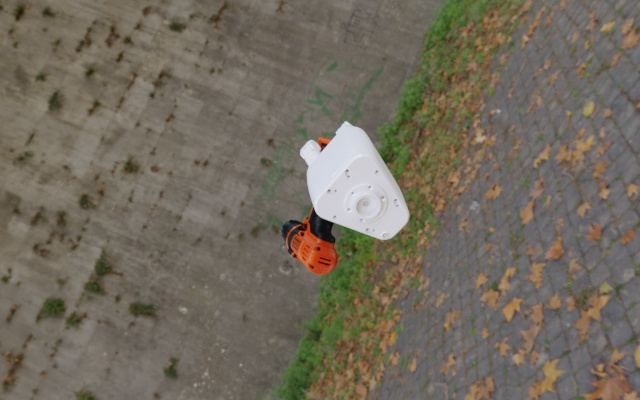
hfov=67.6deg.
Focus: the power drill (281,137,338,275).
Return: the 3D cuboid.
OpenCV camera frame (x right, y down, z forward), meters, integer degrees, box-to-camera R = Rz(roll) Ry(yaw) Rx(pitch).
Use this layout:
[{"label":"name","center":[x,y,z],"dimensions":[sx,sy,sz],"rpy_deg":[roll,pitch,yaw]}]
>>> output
[{"label":"power drill","center":[0.000,0.002,0.721],"dimensions":[0.057,0.187,0.184],"rpy_deg":[15,6,-23]}]
